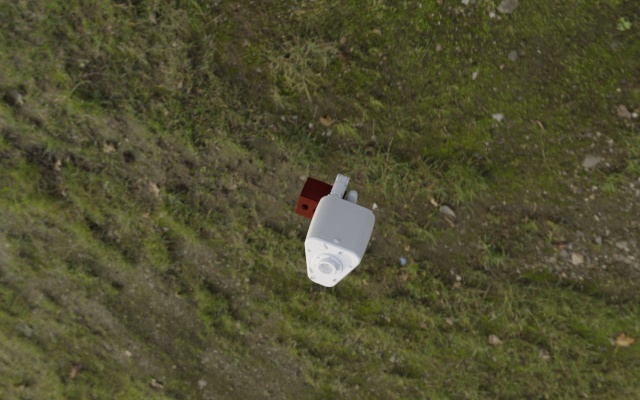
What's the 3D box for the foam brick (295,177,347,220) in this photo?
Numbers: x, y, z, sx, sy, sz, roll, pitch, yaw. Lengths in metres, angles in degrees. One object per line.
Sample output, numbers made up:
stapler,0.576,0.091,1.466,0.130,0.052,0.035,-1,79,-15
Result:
foam brick,0.000,0.003,0.864,0.078,0.051,0.053,21,-41,3
